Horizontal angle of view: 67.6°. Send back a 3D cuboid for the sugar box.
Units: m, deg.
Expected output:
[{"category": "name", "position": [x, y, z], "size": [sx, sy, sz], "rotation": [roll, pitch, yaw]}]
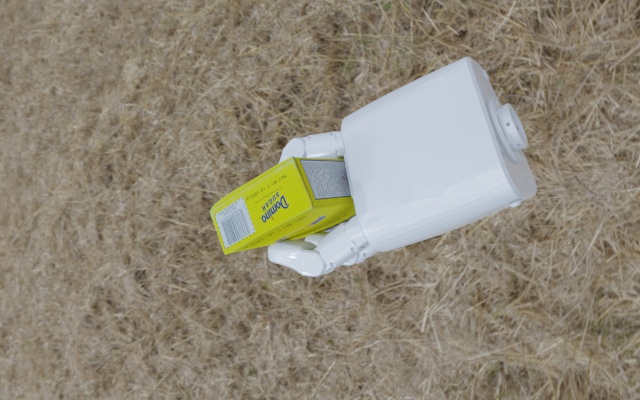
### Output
[{"category": "sugar box", "position": [0.000, 0.002, 0.416], "size": [0.093, 0.048, 0.176], "rotation": [-28, -14, 31]}]
